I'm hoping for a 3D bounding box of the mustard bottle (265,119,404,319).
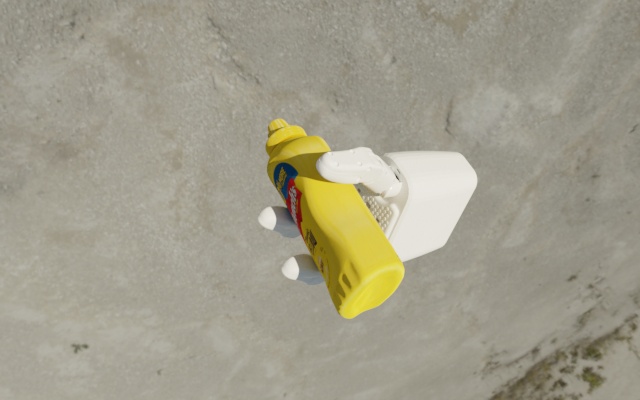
[{"bbox_3d":[0.000,0.002,0.419,0.058,0.191,0.096,-22,-27,-15],"label":"mustard bottle"}]
